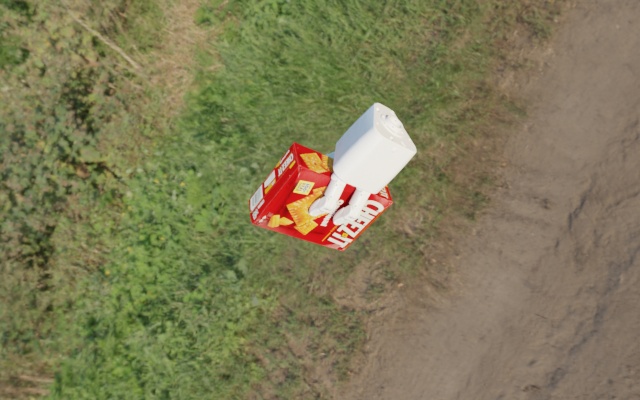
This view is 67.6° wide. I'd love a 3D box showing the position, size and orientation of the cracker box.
[{"bbox_3d":[0.000,0.003,0.885,0.214,0.072,0.164,20,-51,-31],"label":"cracker box"}]
